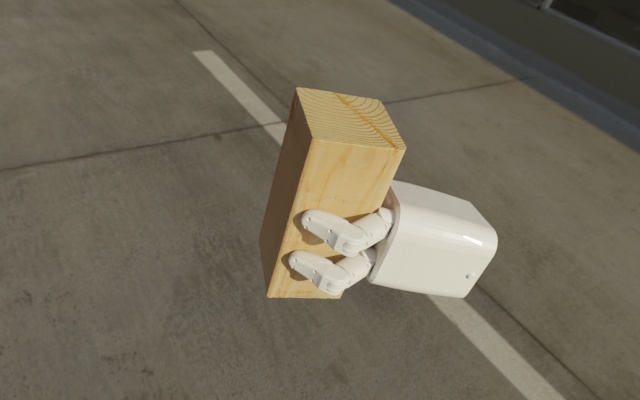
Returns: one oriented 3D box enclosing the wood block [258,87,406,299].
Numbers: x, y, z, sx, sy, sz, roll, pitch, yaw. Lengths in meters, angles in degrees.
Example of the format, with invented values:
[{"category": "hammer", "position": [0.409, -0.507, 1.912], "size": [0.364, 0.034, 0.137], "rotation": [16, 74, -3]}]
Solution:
[{"category": "wood block", "position": [0.000, 0.001, 0.495], "size": [0.090, 0.206, 0.090], "rotation": [5, 39, -18]}]
